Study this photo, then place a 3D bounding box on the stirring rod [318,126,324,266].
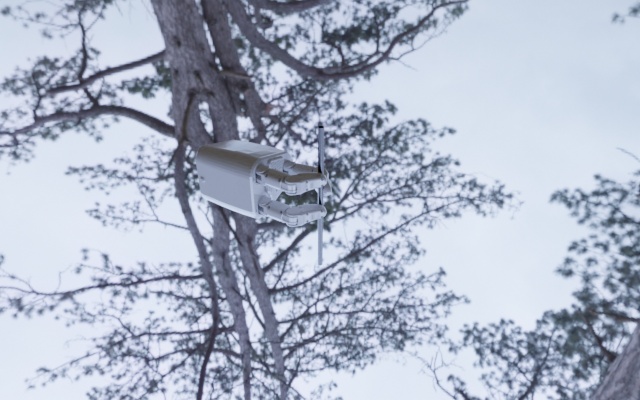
[{"bbox_3d":[0.000,0.002,0.701,0.011,0.240,0.011,0,34,0],"label":"stirring rod"}]
